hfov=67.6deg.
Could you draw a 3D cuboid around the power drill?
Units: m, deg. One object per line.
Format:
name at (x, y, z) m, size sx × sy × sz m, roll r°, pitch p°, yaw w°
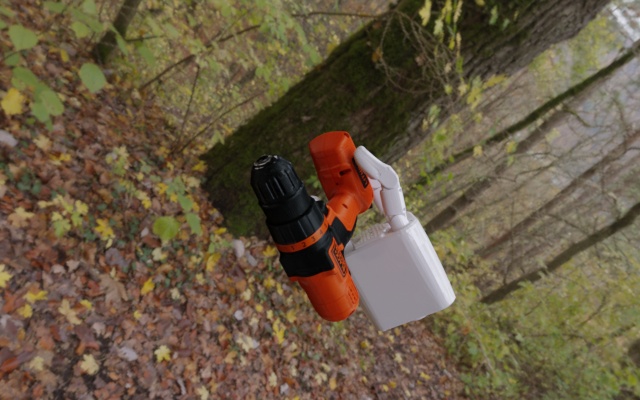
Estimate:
power drill at (0.000, 0.002, 0.498) m, size 0.057 × 0.184 × 0.187 m, roll -11°, pitch 30°, yaw 23°
